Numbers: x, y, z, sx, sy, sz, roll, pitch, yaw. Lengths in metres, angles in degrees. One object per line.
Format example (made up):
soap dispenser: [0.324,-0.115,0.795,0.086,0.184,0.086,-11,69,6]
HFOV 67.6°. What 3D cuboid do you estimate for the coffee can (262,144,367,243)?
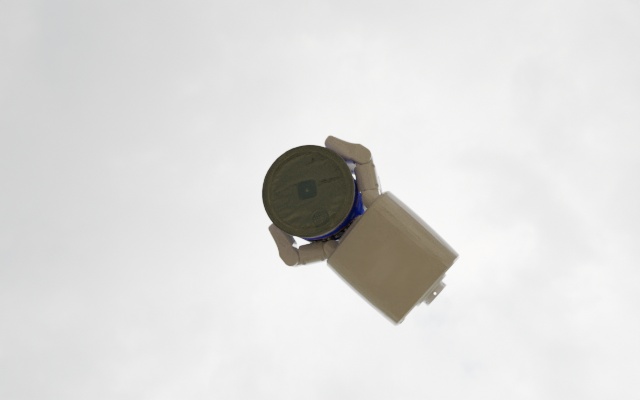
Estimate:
coffee can: [0.000,0.002,0.577,0.103,0.102,0.140,0,-11,13]
